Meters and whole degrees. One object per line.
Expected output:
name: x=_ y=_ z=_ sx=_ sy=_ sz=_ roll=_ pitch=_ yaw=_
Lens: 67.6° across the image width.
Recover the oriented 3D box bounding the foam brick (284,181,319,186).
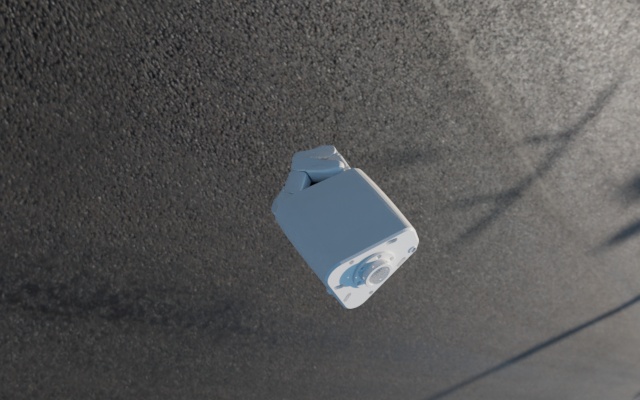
foam brick: x=0.000 y=0.002 z=0.584 sx=0.051 sy=0.053 sz=0.078 roll=50 pitch=-5 yaw=39
